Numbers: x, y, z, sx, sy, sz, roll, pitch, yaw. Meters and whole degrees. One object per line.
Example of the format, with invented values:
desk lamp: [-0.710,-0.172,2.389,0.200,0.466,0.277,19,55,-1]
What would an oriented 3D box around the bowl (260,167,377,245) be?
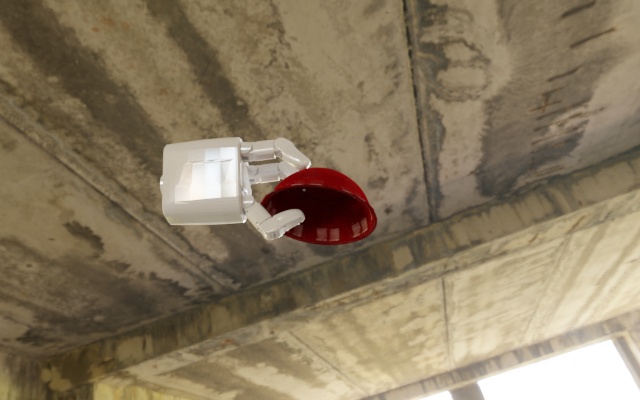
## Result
bowl: [0.001,0.002,0.665,0.162,0.055,0.162,6,-32,4]
